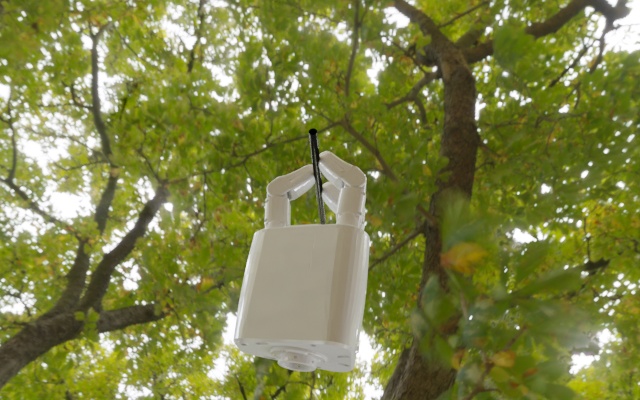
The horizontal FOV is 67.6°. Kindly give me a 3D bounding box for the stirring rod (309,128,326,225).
[{"bbox_3d":[0.000,0.002,0.538,0.011,0.011,0.240,0,-33,4],"label":"stirring rod"}]
